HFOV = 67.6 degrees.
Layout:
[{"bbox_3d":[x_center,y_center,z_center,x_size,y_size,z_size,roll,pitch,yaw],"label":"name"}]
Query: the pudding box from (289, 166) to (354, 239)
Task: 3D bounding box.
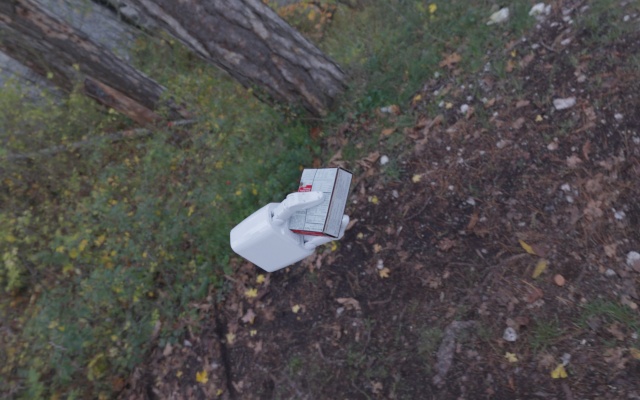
[{"bbox_3d":[0.000,0.003,0.779,0.039,0.113,0.090,20,-12,-40],"label":"pudding box"}]
